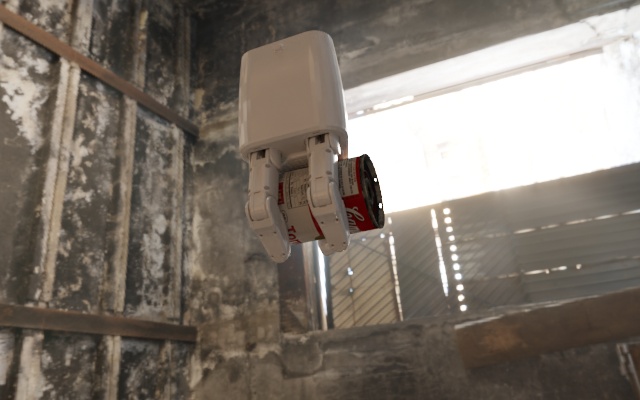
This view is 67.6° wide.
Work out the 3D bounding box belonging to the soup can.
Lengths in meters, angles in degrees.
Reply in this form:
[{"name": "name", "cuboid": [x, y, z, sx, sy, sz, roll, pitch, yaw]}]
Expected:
[{"name": "soup can", "cuboid": [0.000, 0.002, 0.431, 0.102, 0.068, 0.068, -12, -4, 17]}]
